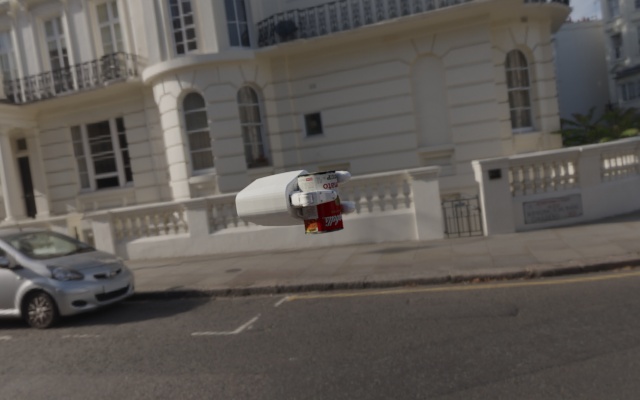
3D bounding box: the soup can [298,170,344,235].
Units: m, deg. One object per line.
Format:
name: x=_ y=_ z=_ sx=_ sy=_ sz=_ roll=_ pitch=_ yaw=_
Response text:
soup can: x=0.000 y=0.002 z=0.821 sx=0.068 sy=0.102 sz=0.068 roll=-8 pitch=2 yaw=0
